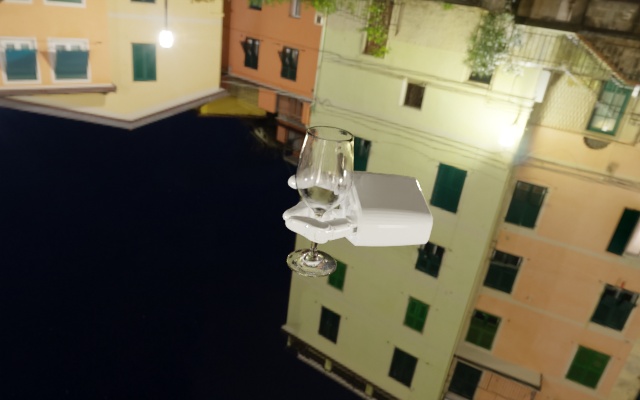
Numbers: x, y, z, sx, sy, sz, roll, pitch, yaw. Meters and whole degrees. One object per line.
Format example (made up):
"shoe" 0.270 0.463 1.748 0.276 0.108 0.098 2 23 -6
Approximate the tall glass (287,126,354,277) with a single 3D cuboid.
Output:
"tall glass" 0.000 0.003 0.660 0.079 0.201 0.079 6 25 -3
